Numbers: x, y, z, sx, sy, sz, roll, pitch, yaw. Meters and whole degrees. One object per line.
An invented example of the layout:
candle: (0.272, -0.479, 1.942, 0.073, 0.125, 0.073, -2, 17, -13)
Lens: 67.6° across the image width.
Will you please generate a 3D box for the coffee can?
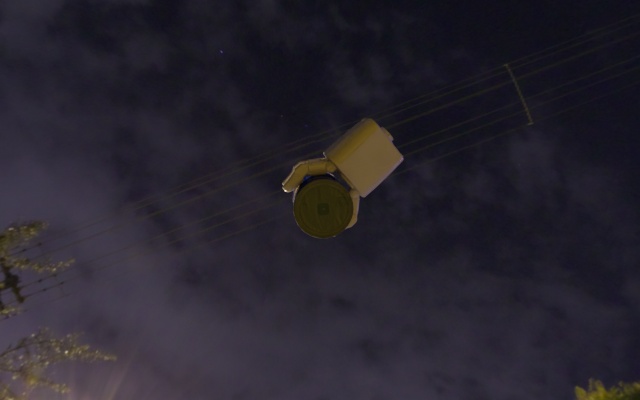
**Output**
coffee can: (0.000, 0.003, 0.877, 0.103, 0.103, 0.140, 0, 10, -5)
